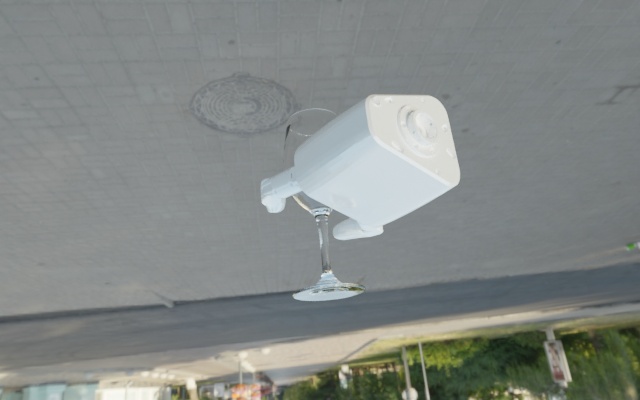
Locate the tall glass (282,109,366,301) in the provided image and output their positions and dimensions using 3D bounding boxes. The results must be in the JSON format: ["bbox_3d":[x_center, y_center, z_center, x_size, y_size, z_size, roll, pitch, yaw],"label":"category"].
[{"bbox_3d":[0.000,0.002,0.518,0.079,0.201,0.079,-5,-22,-2],"label":"tall glass"}]
